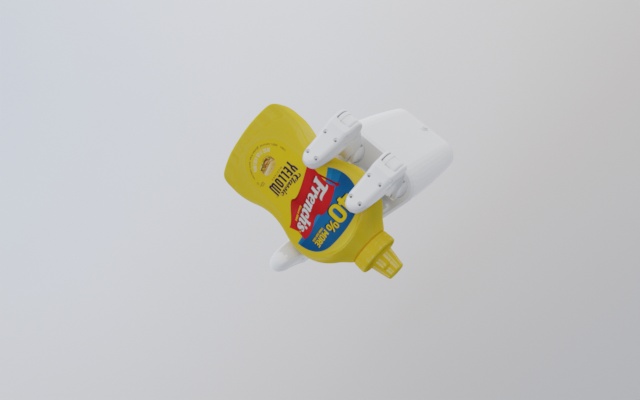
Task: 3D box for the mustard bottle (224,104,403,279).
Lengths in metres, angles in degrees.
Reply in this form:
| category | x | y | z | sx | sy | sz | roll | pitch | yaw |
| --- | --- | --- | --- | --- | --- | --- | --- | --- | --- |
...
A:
| category | x | y | z | sx | sy | sz | roll | pitch | yaw |
| --- | --- | --- | --- | --- | --- | --- | --- | --- | --- |
| mustard bottle | 0.000 | 0.001 | 0.448 | 0.191 | 0.096 | 0.058 | 42 | 17 | 16 |
